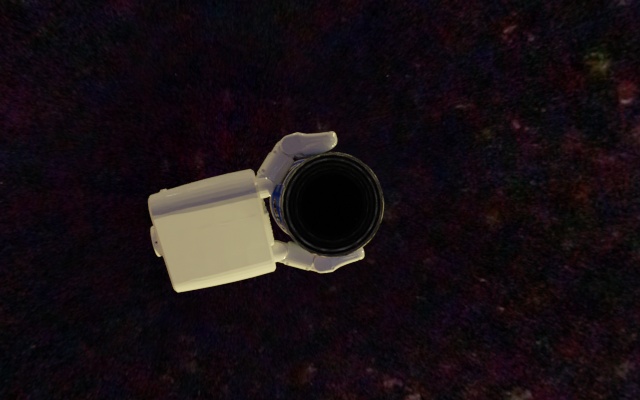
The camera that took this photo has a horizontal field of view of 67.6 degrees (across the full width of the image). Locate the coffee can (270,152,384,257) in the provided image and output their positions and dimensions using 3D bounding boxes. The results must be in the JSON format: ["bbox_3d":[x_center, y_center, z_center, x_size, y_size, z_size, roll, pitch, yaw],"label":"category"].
[{"bbox_3d":[0.000,0.002,0.527,0.103,0.103,0.140,0,2,-10],"label":"coffee can"}]
